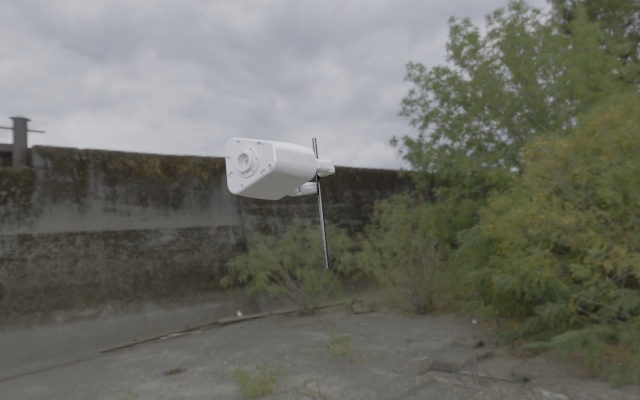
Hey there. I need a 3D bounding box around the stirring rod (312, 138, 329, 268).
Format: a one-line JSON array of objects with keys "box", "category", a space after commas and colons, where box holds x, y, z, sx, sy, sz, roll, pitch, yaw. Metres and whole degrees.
[{"box": [0.000, 0.003, 0.876, 0.011, 0.239, 0.011, -6, -7, -1], "category": "stirring rod"}]
